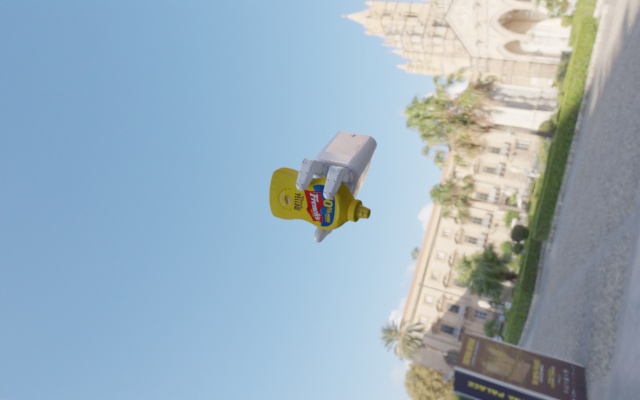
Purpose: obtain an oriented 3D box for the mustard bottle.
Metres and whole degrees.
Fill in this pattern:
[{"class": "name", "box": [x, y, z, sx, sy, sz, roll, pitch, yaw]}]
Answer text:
[{"class": "mustard bottle", "box": [0.000, 0.003, 0.869, 0.191, 0.096, 0.058, 13, 22, 23]}]
